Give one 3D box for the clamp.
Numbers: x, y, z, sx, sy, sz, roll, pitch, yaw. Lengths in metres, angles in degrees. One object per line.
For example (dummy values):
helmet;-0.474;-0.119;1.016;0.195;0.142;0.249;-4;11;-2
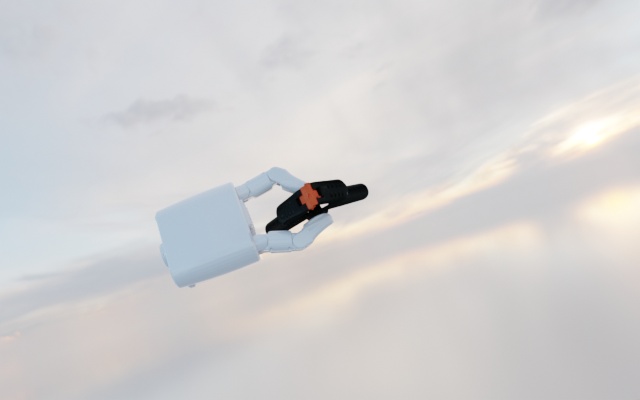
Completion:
clamp;0.000;0.001;0.630;0.164;0.036;0.210;-24;-7;-7
